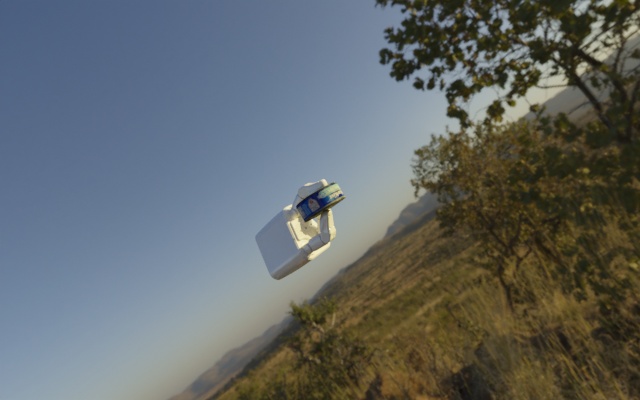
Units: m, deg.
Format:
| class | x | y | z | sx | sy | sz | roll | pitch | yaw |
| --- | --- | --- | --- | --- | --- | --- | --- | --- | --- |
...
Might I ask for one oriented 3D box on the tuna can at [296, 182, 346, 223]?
| class | x | y | z | sx | sy | sz | roll | pitch | yaw |
| --- | --- | --- | --- | --- | --- | --- | --- | --- | --- |
| tuna can | 0.000 | 0.002 | 0.843 | 0.086 | 0.034 | 0.086 | -31 | -5 | -3 |
